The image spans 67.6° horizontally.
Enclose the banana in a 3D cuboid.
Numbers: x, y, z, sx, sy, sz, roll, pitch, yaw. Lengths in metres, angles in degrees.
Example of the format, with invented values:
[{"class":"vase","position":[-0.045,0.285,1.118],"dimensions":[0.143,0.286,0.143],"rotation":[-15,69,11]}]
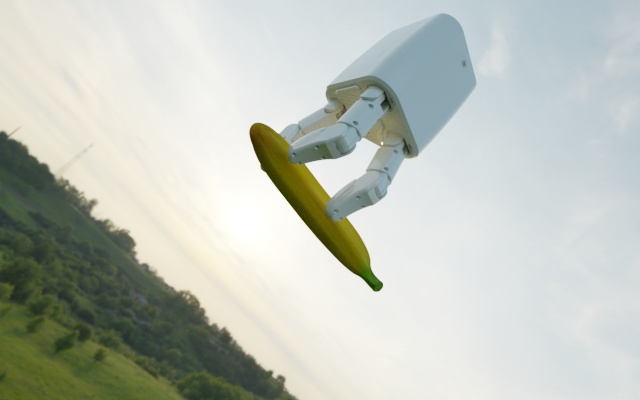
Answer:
[{"class":"banana","position":[-0.004,0.003,0.466],"dimensions":[0.037,0.198,0.069],"rotation":[-43,15,-13]}]
